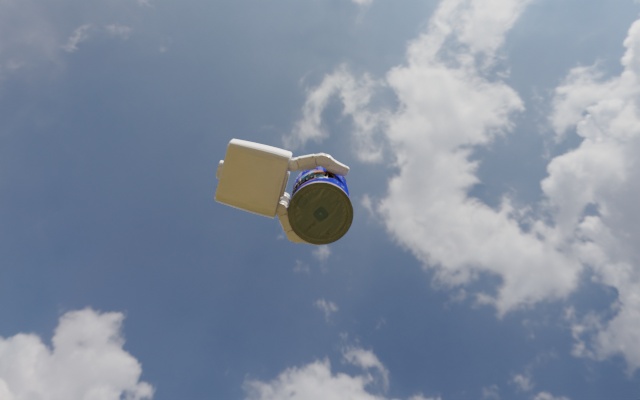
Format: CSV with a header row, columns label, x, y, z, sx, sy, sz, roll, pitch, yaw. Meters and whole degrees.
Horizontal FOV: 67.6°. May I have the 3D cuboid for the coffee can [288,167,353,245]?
label,x,y,z,sx,sy,sz,roll,pitch,yaw
coffee can,0.000,0.003,0.809,0.103,0.103,0.140,0,16,0
